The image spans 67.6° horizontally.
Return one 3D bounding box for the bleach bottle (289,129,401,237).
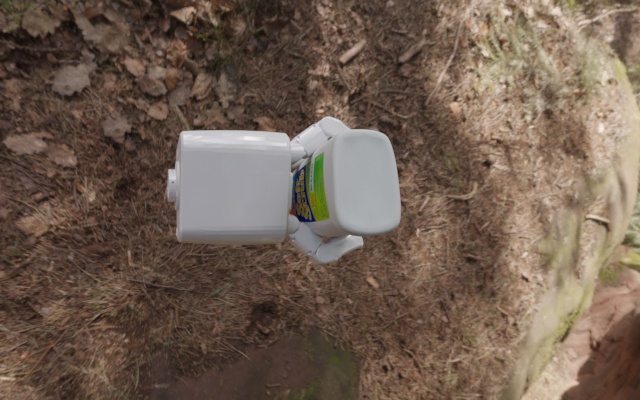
[{"bbox_3d":[0.000,0.002,0.543,0.068,0.102,0.251,-1,-10,-20],"label":"bleach bottle"}]
